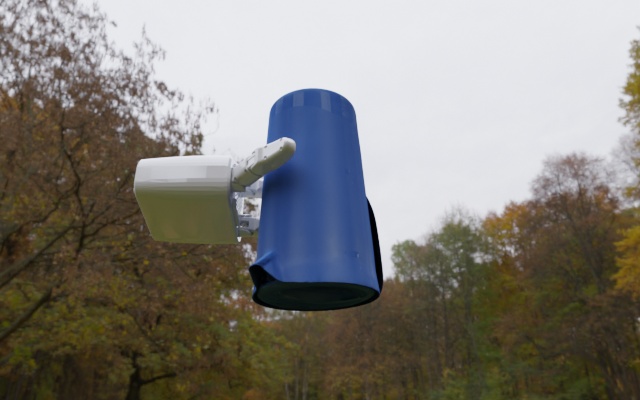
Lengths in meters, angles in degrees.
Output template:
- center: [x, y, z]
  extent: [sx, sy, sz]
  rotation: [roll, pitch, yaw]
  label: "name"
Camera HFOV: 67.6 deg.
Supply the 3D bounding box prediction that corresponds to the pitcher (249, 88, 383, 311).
- center: [0.000, 0.002, 0.551]
  extent: [0.145, 0.242, 0.149]
  rotation: [-2, -24, 1]
  label: "pitcher"
